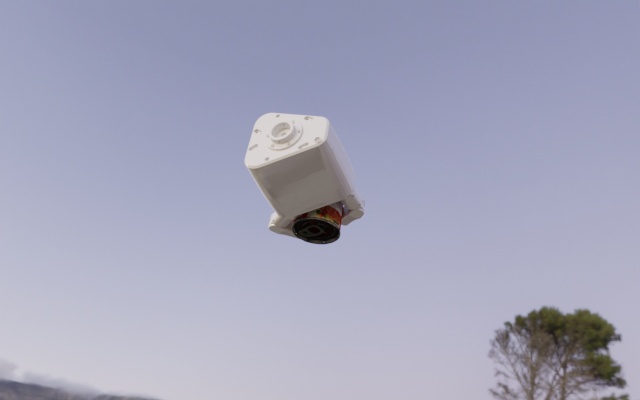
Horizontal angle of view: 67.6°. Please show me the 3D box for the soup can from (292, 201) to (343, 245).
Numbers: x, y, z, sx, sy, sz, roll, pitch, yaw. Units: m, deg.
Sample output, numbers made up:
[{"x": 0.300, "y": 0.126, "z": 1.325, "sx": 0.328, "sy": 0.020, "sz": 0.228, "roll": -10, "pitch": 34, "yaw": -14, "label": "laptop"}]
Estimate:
[{"x": 0.000, "y": 0.002, "z": 0.684, "sx": 0.068, "sy": 0.102, "sz": 0.069, "roll": 6, "pitch": -34, "yaw": 4, "label": "soup can"}]
